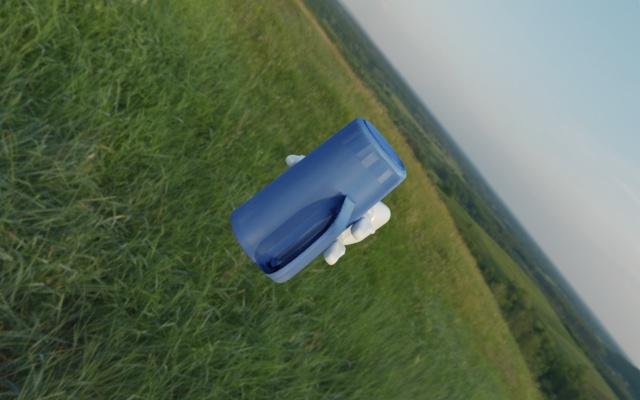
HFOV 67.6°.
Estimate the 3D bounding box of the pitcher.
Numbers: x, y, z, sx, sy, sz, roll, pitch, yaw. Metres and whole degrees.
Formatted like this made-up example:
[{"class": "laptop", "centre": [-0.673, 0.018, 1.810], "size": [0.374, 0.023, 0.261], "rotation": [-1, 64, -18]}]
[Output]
[{"class": "pitcher", "centre": [0.000, 0.002, 0.680], "size": [0.243, 0.149, 0.145], "rotation": [-39, -18, 16]}]
